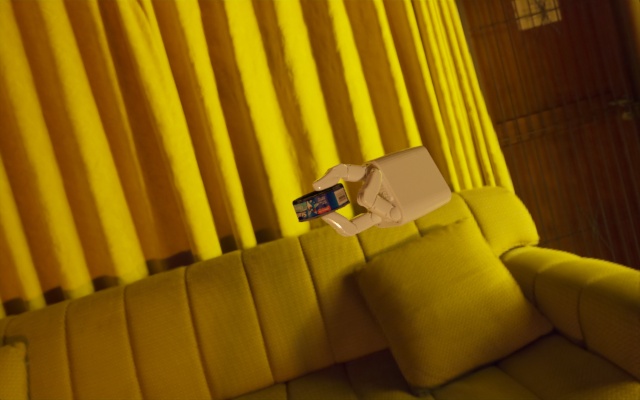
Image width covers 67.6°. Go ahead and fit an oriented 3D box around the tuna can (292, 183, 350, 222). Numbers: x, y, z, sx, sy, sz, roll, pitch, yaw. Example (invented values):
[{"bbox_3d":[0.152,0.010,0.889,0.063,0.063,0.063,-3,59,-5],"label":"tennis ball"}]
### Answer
[{"bbox_3d":[0.000,0.002,0.736,0.086,0.034,0.086,-20,6,2],"label":"tuna can"}]
